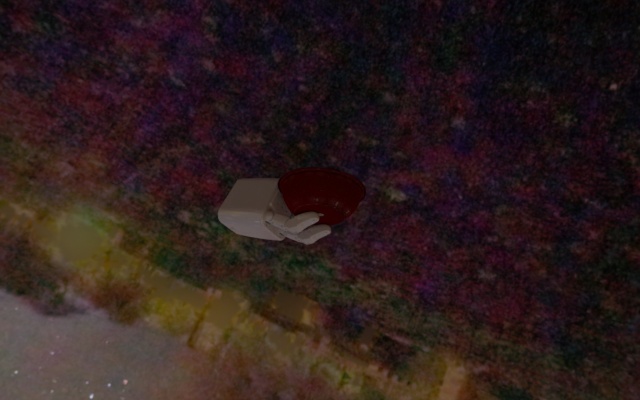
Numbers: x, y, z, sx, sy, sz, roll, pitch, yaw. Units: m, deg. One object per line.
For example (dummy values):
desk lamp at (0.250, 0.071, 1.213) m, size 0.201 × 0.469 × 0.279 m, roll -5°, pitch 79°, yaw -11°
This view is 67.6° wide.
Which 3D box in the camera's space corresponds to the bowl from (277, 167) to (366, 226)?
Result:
bowl at (0.001, 0.003, 0.852) m, size 0.162 × 0.055 × 0.162 m, roll 5°, pitch -26°, yaw 2°
